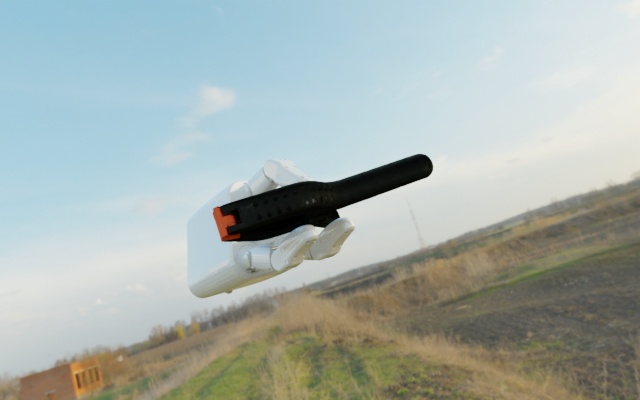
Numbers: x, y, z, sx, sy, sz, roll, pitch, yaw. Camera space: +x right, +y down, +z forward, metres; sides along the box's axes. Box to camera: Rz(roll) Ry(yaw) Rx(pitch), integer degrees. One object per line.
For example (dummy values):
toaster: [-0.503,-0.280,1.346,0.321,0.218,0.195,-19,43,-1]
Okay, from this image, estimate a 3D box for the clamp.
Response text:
clamp: [-0.001,0.001,0.456,0.210,0.036,0.164,-7,-19,-46]
